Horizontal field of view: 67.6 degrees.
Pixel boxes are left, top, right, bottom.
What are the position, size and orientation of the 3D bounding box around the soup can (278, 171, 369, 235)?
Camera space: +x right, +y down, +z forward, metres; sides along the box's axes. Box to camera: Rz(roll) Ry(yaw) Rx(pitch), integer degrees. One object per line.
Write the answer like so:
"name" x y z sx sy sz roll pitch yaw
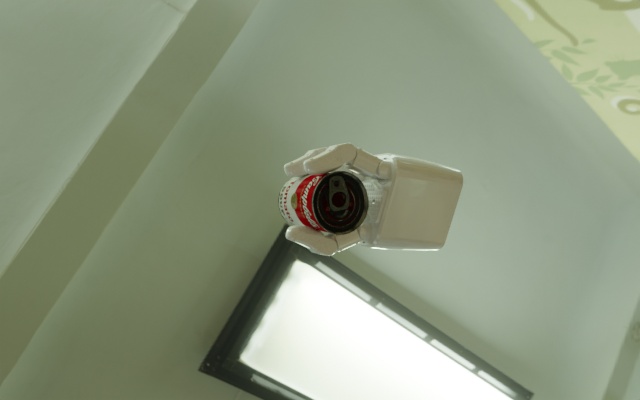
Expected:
"soup can" -0.001 0.002 0.549 0.068 0.068 0.102 0 1 -26
